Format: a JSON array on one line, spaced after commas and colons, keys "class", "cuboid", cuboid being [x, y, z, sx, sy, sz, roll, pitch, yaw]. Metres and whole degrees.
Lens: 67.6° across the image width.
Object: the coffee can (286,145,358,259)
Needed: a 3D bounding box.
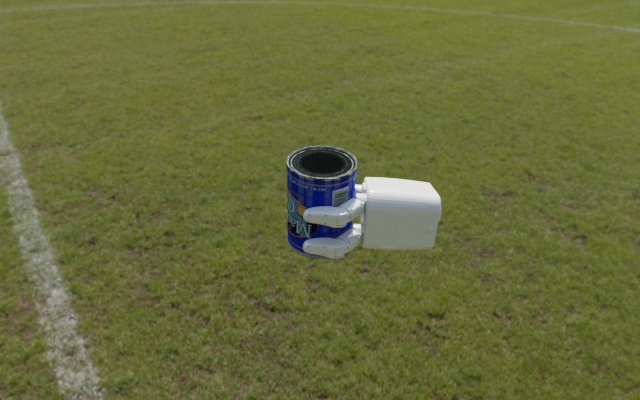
[{"class": "coffee can", "cuboid": [0.000, 0.002, 0.720, 0.103, 0.140, 0.102, 1, 33, -1]}]
